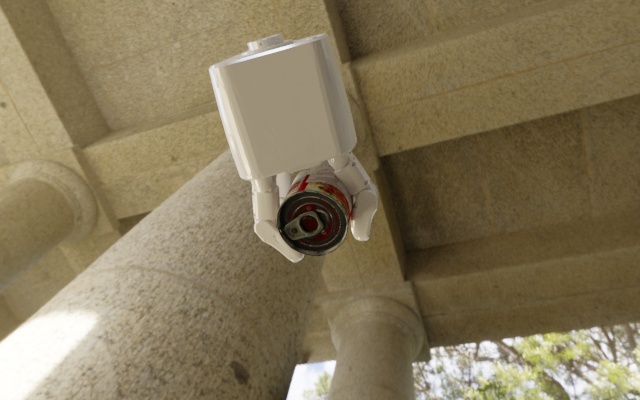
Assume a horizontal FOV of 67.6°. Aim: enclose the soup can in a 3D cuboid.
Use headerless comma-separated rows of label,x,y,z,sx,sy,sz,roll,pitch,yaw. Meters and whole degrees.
soup can,0.000,0.002,0.486,0.068,0.068,0.102,0,24,10
